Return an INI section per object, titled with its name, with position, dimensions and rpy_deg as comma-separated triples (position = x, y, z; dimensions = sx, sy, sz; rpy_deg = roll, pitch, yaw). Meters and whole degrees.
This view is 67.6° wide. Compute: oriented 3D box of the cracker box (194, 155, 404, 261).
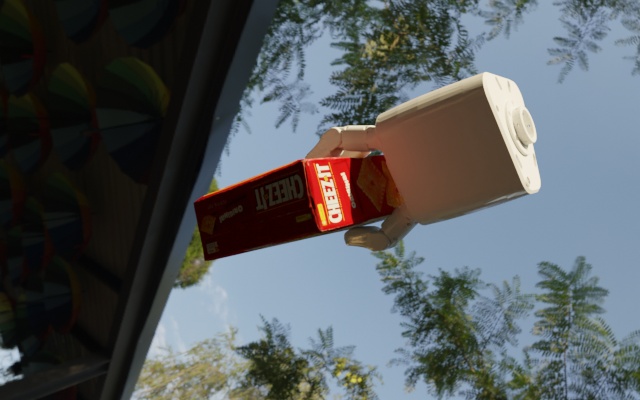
[cracker box]
position = 0.000, 0.002, 0.518
dimensions = 0.164, 0.072, 0.213
rpy_deg = -18, -6, 39
